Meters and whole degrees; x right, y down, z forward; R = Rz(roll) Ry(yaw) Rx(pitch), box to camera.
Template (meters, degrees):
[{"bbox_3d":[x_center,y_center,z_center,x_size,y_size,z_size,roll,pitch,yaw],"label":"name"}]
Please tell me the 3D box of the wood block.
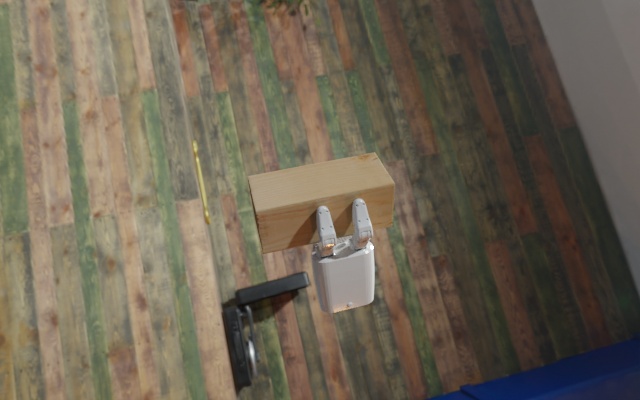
[{"bbox_3d":[0.000,0.003,0.739,0.206,0.090,0.090,-11,40,-10],"label":"wood block"}]
